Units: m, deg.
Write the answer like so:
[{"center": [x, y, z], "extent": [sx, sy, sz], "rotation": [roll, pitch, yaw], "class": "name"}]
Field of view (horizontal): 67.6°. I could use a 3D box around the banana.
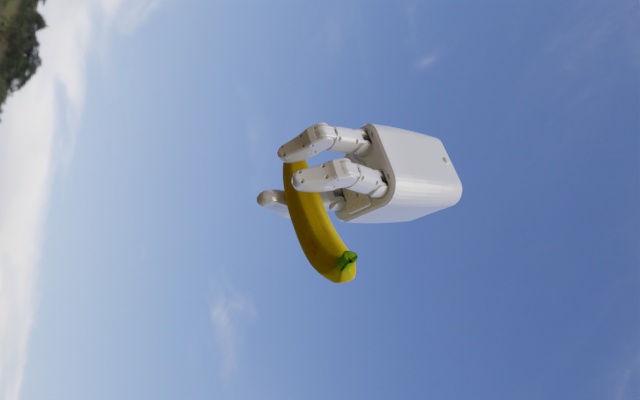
[{"center": [-0.003, 0.019, 0.475], "extent": [0.037, 0.070, 0.197], "rotation": [0, 33, -23], "class": "banana"}]
